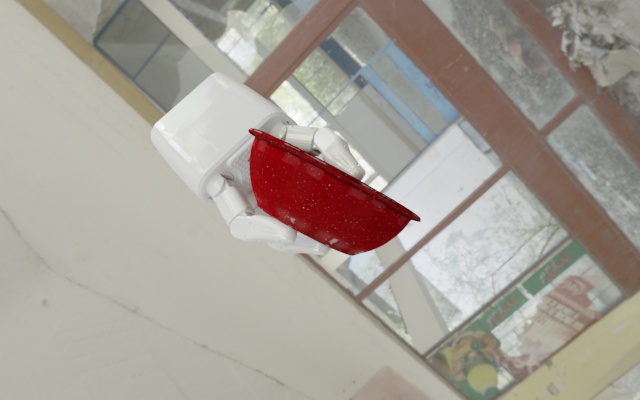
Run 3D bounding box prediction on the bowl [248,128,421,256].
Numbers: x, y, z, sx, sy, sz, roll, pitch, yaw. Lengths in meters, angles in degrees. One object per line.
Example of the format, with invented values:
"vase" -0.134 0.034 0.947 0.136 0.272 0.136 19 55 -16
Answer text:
"bowl" 0.001 0.002 0.401 0.162 0.055 0.162 28 0 0
